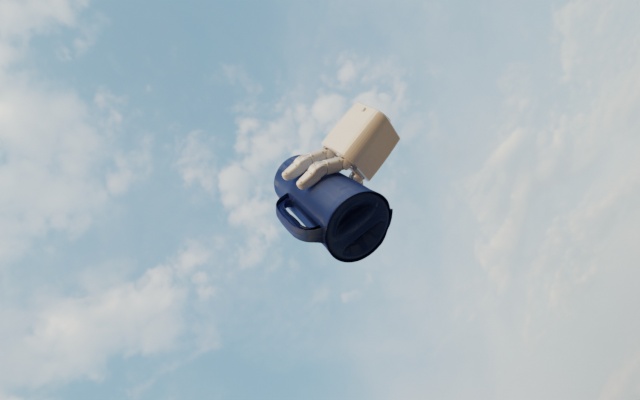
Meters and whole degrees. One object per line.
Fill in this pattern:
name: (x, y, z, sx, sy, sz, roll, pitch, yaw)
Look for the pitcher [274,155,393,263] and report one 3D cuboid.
pitcher: (0.000, 0.003, 0.880, 0.149, 0.145, 0.242, 38, 0, -39)
